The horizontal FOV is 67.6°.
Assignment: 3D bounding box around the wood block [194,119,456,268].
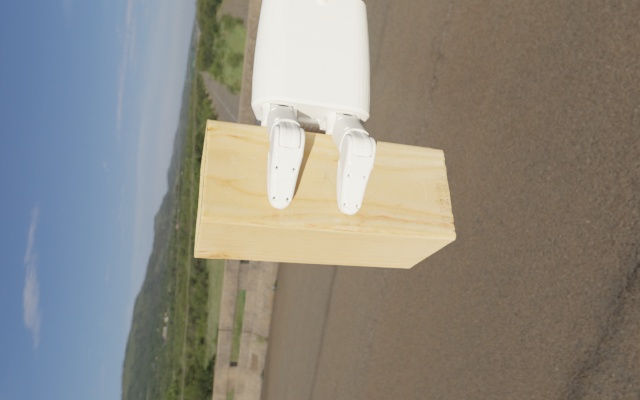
[{"bbox_3d":[0.000,0.001,0.420,0.206,0.090,0.091,5,-24,-16],"label":"wood block"}]
